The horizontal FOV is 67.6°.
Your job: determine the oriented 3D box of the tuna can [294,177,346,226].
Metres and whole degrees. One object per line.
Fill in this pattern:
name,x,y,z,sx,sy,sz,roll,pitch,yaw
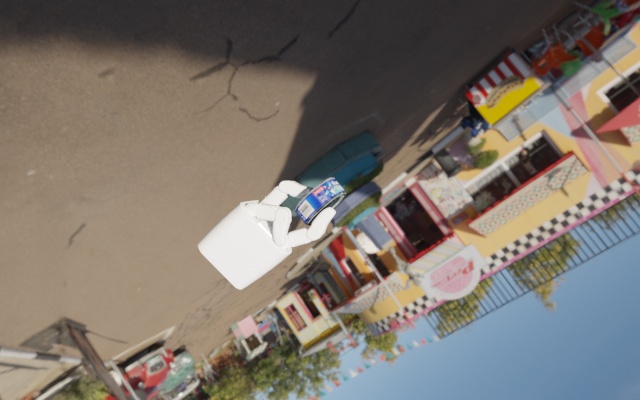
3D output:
tuna can,0.001,0.003,0.781,0.086,0.033,0.086,-39,-10,-8
